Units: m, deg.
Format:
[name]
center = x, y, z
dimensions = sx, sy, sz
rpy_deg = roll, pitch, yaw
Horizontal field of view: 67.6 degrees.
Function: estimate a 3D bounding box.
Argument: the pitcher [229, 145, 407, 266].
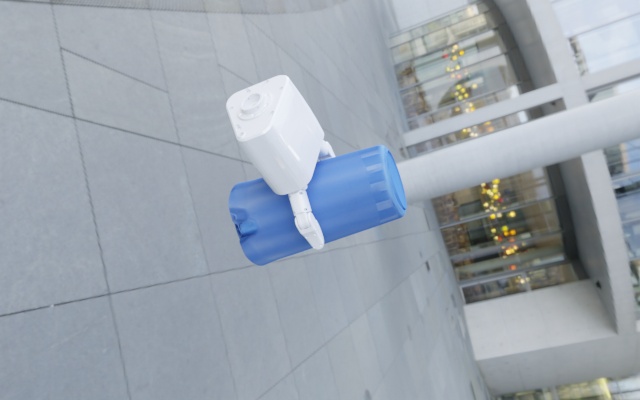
[pitcher]
center = 0.000, 0.002, 0.718
dimensions = 0.243, 0.149, 0.145
rpy_deg = -17, -44, 17
